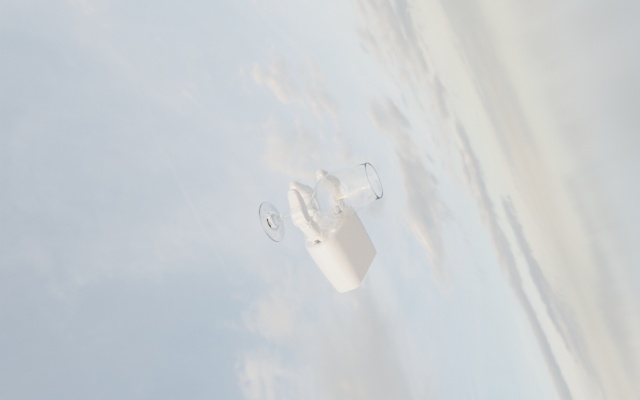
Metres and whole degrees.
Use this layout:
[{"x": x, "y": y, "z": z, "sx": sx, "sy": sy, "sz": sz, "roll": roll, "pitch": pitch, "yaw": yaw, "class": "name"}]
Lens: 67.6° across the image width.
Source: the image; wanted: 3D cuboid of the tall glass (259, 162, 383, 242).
[{"x": -0.001, "y": 0.003, "z": 0.791, "sx": 0.201, "sy": 0.079, "sz": 0.079, "roll": -23, "pitch": -9, "yaw": 23, "class": "tall glass"}]
